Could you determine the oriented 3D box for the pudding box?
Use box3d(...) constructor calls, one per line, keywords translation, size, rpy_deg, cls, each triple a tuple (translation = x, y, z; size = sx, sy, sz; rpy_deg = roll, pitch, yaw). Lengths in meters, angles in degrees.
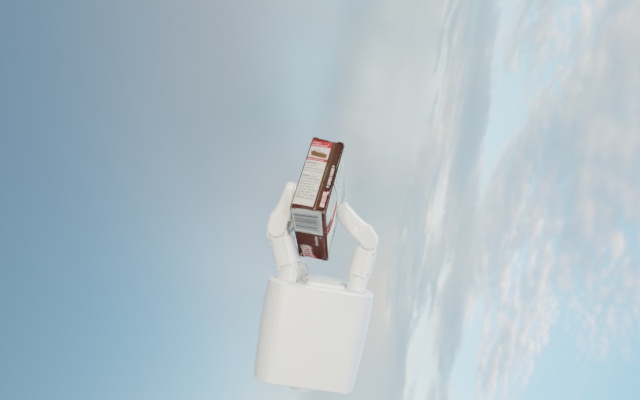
box3d(translation=(0.000, 0.002, 0.519), size=(0.039, 0.090, 0.114), rpy_deg=(11, -30, 8), cls="pudding box")
